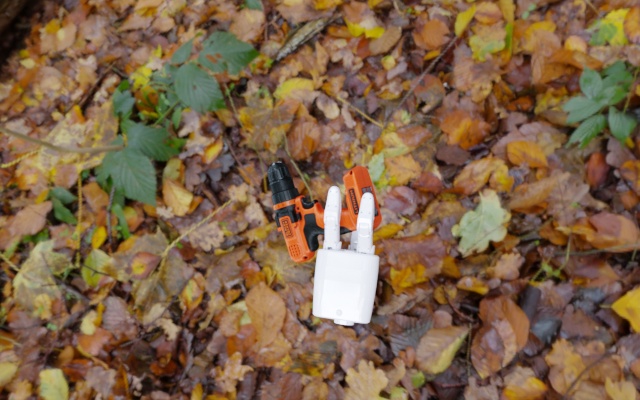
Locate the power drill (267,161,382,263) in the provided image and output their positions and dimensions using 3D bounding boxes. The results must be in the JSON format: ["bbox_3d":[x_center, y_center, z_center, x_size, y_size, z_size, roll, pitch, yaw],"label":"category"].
[{"bbox_3d":[0.001,0.003,0.813,0.188,0.184,0.057,-17,1,34],"label":"power drill"}]
